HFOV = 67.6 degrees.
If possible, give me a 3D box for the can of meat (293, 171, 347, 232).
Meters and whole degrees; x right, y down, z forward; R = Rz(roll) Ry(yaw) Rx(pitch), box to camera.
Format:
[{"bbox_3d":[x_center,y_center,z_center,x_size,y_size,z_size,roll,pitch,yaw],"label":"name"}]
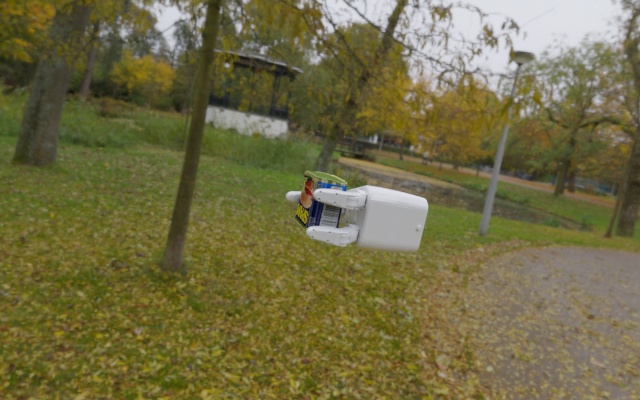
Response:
[{"bbox_3d":[0.000,0.002,0.737,0.057,0.084,0.102,10,9,-17],"label":"can of meat"}]
